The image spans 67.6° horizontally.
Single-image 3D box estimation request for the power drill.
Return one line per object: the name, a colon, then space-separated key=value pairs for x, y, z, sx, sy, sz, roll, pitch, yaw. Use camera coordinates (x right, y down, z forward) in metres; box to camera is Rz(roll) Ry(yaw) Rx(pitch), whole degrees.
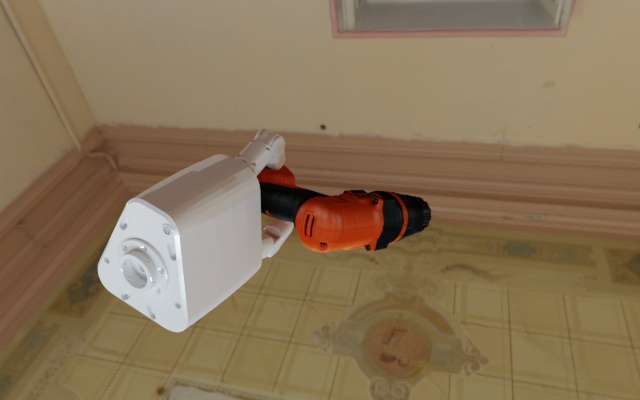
power drill: x=0.000 y=0.002 z=0.490 sx=0.187 sy=0.057 sz=0.184 roll=14 pitch=9 yaw=39
